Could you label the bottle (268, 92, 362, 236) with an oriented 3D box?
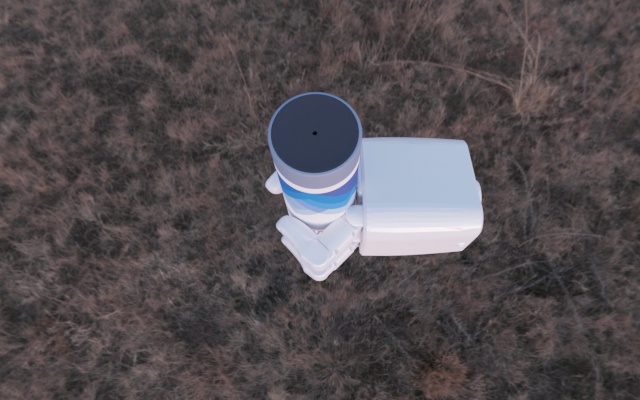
[{"bbox_3d":[0.000,0.001,0.472,0.069,0.069,0.296,0,-19,2],"label":"bottle"}]
